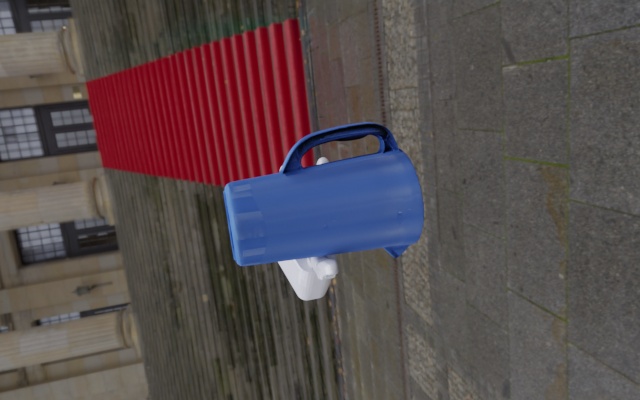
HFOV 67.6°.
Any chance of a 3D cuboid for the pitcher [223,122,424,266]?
[{"bbox_3d":[0.000,0.002,0.625,0.243,0.149,0.145,-9,-31,-12],"label":"pitcher"}]
